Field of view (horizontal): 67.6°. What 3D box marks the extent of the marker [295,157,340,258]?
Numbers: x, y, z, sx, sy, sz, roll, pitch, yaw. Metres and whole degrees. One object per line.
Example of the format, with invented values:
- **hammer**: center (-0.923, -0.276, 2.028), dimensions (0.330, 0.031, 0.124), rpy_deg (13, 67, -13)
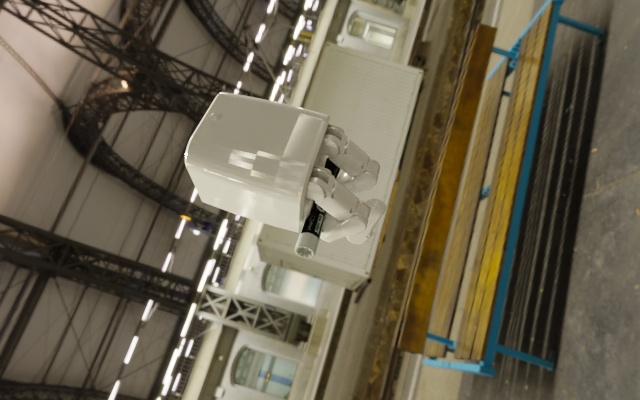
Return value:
- **marker**: center (0.000, 0.002, 0.456), dimensions (0.020, 0.121, 0.020), rpy_deg (10, -40, 9)
